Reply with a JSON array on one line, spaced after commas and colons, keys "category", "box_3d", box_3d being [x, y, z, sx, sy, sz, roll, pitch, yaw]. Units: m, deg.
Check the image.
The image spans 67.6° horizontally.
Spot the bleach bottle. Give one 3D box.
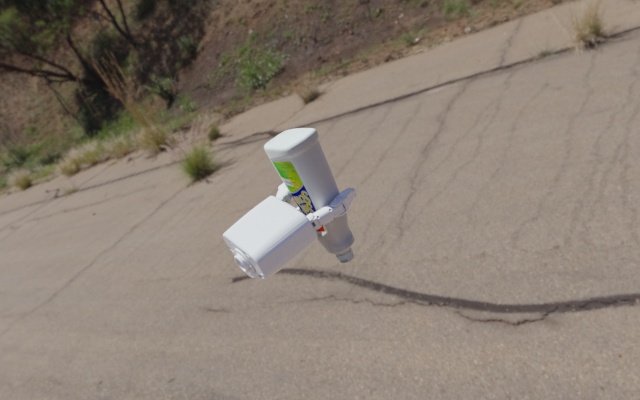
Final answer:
[{"category": "bleach bottle", "box_3d": [0.000, 0.003, 0.804, 0.068, 0.251, 0.102, -39, 26, -24]}]
